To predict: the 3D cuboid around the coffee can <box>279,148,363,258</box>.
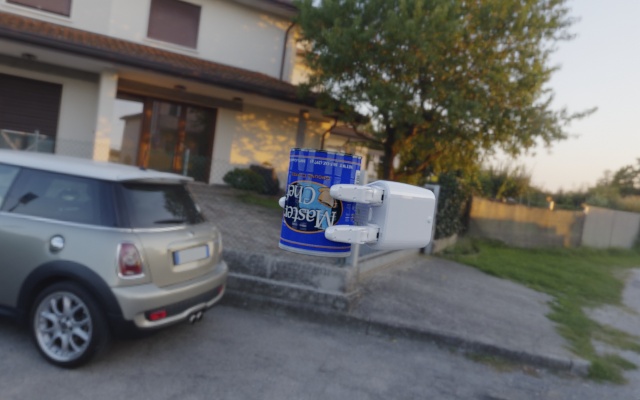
[{"bbox_3d":[0.000,0.002,0.674,0.103,0.140,0.103,7,2,0],"label":"coffee can"}]
